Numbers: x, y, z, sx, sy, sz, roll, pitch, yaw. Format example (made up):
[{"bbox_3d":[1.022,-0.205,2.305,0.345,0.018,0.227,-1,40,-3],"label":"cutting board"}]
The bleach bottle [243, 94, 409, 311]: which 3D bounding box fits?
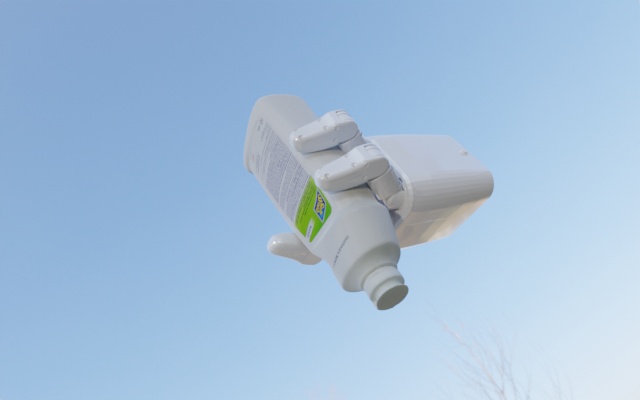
[{"bbox_3d":[0.000,0.001,0.444,0.068,0.103,0.250,-7,42,-27],"label":"bleach bottle"}]
